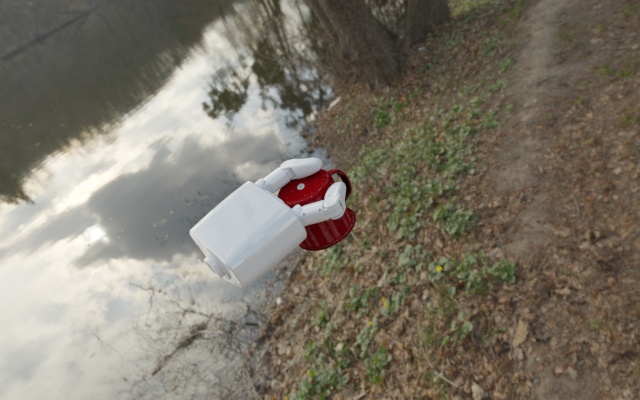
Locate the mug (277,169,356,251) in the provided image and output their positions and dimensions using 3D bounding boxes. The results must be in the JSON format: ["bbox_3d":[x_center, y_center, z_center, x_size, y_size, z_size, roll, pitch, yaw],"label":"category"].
[{"bbox_3d":[0.001,0.001,0.671,0.117,0.081,0.093,-43,33,-23],"label":"mug"}]
